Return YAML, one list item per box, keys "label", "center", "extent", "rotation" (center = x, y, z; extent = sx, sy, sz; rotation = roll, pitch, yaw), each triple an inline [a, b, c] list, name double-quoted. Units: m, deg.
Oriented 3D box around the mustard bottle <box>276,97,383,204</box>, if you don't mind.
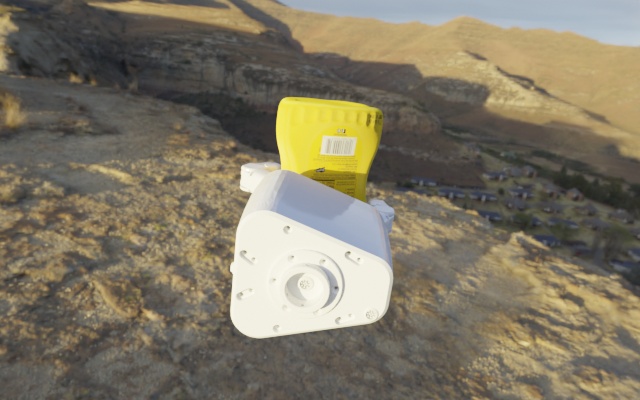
- label: "mustard bottle"
  center: [0.000, 0.001, 0.462]
  extent: [0.096, 0.192, 0.058]
  rotation: [0, 18, -23]
